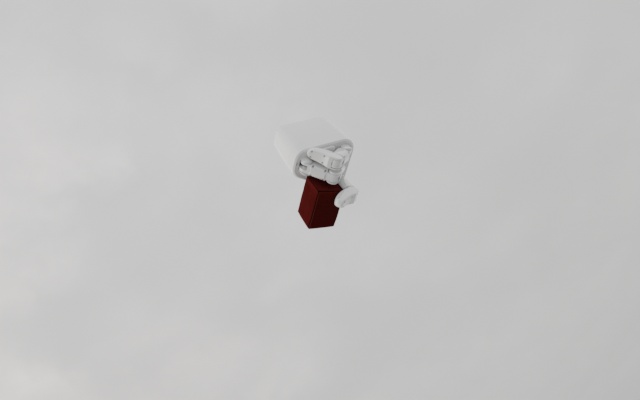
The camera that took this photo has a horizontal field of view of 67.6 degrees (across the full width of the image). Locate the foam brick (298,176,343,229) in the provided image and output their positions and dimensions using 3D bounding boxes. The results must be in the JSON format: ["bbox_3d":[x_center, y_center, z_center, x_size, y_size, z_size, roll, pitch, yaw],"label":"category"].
[{"bbox_3d":[0.000,0.003,0.836,0.053,0.078,0.051,-2,35,-30],"label":"foam brick"}]
